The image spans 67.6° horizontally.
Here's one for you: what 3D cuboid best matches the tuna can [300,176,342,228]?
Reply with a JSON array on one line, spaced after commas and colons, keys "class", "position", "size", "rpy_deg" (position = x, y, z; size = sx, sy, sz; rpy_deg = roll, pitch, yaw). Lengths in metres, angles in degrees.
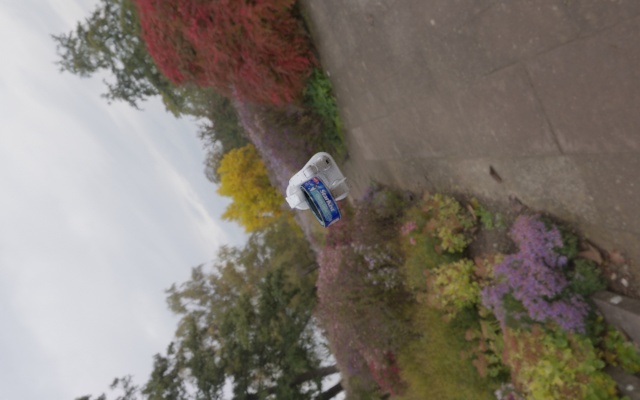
[{"class": "tuna can", "position": [0.000, 0.003, 0.817], "size": [0.034, 0.086, 0.086], "rpy_deg": [-30, 5, -9]}]
